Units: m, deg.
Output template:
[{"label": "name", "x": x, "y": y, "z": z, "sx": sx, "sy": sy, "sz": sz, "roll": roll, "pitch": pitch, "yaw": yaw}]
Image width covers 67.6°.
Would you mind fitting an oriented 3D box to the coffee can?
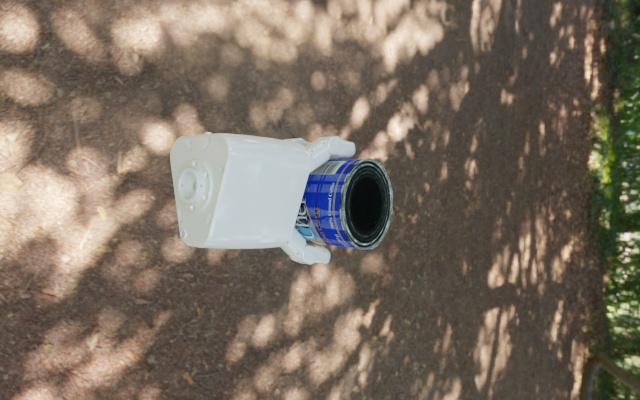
[{"label": "coffee can", "x": 0.000, "y": 0.002, "z": 0.571, "sx": 0.140, "sy": 0.103, "sz": 0.103, "roll": 3, "pitch": 2, "yaw": 39}]
